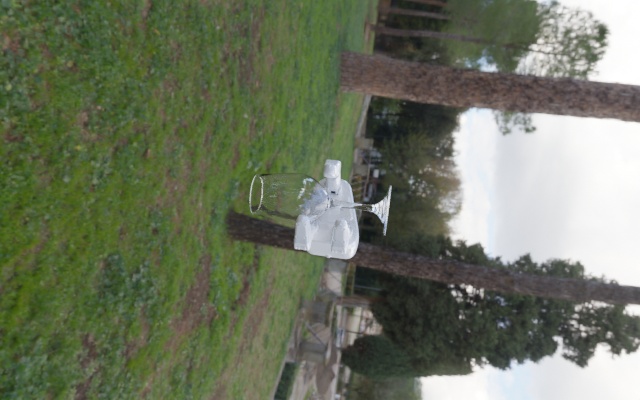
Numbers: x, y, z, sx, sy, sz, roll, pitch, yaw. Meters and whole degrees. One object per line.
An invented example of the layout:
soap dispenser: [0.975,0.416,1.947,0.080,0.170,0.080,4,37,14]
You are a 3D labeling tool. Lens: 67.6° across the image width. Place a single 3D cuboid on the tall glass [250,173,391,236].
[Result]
tall glass: [0.001,0.002,0.708,0.201,0.079,0.079,7,1,7]
